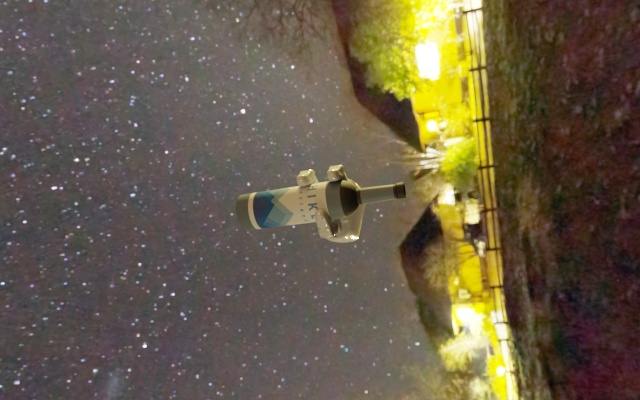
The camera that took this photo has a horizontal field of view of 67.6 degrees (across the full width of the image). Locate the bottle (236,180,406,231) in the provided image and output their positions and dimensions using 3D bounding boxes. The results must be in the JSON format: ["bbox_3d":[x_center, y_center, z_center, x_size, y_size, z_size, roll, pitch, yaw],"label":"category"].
[{"bbox_3d":[0.000,0.003,0.835,0.296,0.069,0.069,-8,-2,15],"label":"bottle"}]
